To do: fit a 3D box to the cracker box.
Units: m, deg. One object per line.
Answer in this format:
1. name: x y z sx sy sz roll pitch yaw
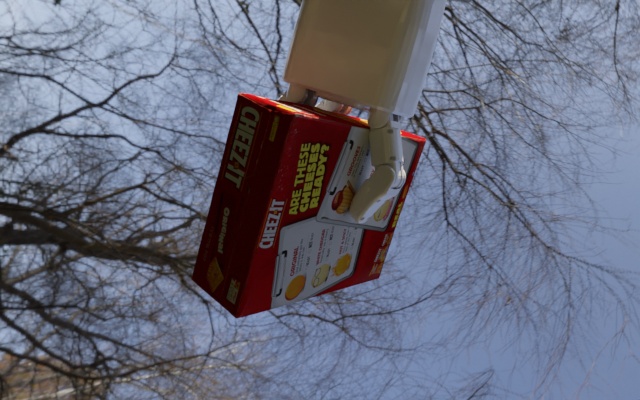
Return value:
1. cracker box: 0.000 0.002 0.443 0.072 0.164 0.214 27 17 34
